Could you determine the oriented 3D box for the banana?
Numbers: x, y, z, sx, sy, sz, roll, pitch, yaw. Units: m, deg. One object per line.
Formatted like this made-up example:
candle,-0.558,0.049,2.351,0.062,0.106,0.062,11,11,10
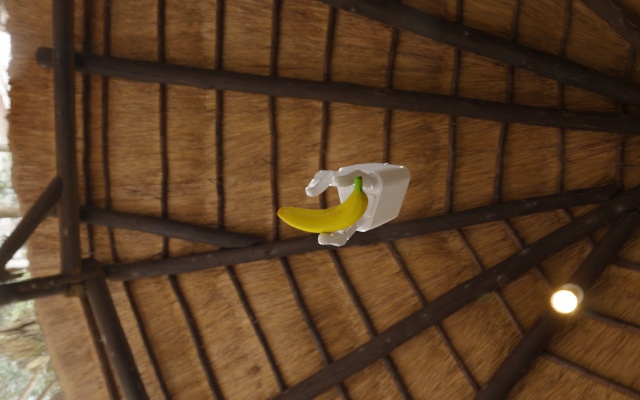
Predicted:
banana,0.010,0.019,0.764,0.198,0.069,0.037,-22,1,42
